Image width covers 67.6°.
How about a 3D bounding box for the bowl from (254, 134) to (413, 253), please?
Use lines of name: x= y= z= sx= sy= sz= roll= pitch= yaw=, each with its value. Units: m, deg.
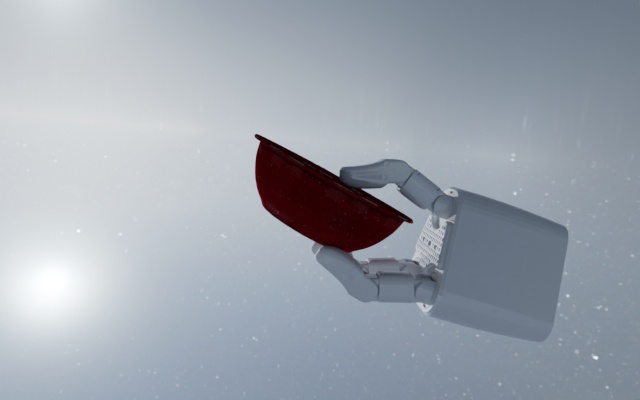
bowl: x=-0.001 y=0.001 z=0.433 sx=0.162 sy=0.055 sz=0.162 roll=29 pitch=5 yaw=-3
